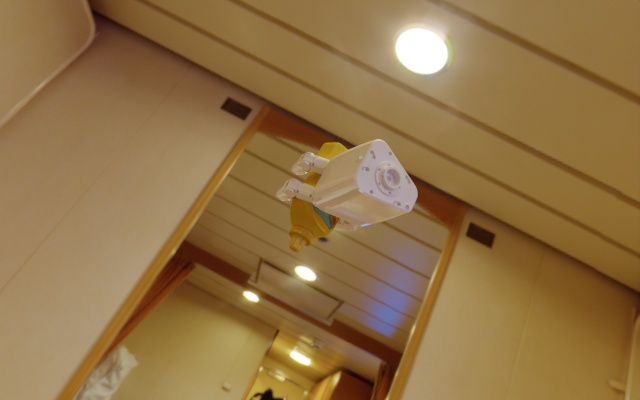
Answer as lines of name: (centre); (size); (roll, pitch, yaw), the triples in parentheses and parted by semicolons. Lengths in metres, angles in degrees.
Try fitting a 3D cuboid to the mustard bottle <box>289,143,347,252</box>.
mustard bottle: (0.000, 0.002, 0.789); (0.058, 0.191, 0.096); (5, -36, 38)
